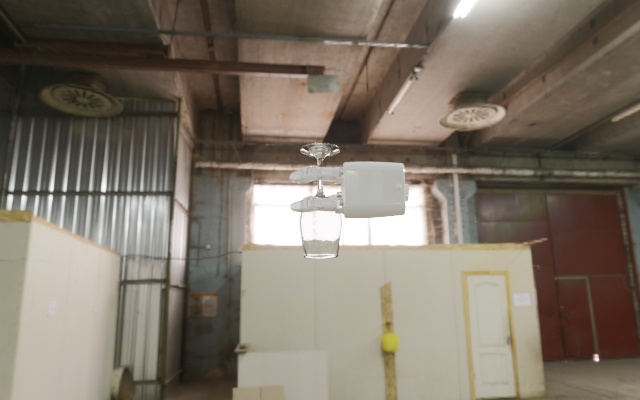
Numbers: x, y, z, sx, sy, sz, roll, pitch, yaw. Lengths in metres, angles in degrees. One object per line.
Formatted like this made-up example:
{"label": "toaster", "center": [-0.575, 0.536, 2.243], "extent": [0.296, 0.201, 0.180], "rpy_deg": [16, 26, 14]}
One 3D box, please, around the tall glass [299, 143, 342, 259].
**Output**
{"label": "tall glass", "center": [0.000, 0.002, 0.865], "extent": [0.079, 0.201, 0.079], "rpy_deg": [0, -12, 0]}
